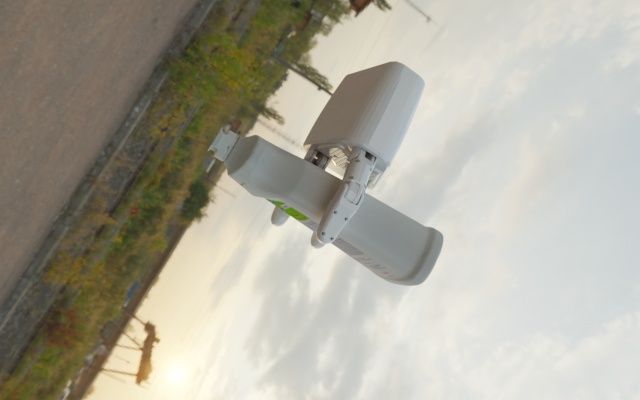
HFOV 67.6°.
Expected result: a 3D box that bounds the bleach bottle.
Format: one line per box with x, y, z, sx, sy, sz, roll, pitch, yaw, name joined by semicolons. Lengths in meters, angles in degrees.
0.000;0.002;0.500;0.251;0.068;0.102;32;-16;-14;bleach bottle
